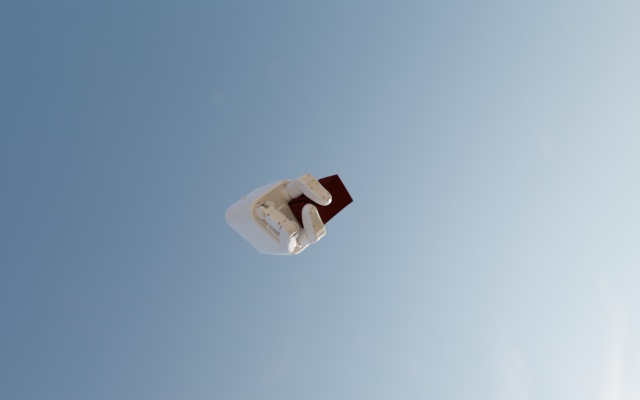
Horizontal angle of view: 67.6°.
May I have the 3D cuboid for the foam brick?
[{"bbox_3d":[0.000,0.002,0.744,0.078,0.053,0.051,-38,14,-32],"label":"foam brick"}]
